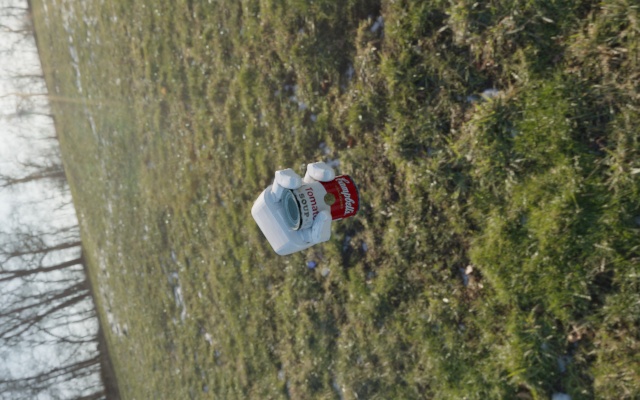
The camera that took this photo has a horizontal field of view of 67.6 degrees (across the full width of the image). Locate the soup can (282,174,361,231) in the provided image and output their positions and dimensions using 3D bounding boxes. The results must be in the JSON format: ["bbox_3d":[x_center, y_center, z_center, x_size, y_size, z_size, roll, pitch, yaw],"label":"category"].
[{"bbox_3d":[0.000,0.002,0.727,0.102,0.068,0.068,-13,6,-25],"label":"soup can"}]
